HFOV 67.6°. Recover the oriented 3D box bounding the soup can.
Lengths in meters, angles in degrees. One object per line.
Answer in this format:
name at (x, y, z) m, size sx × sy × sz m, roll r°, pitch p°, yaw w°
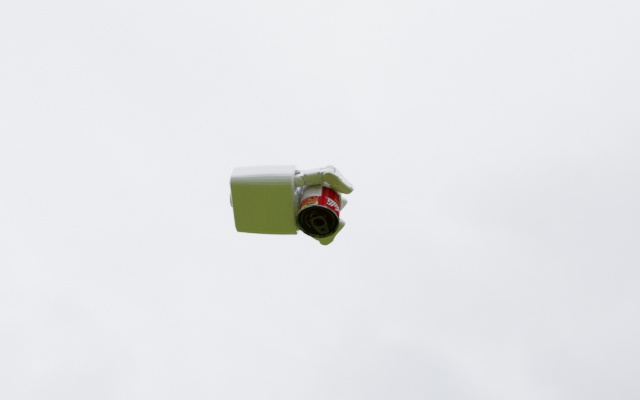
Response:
soup can at (0.001, 0.002, 0.781) m, size 0.068 × 0.069 × 0.102 m, roll 0°, pitch 39°, yaw 7°
